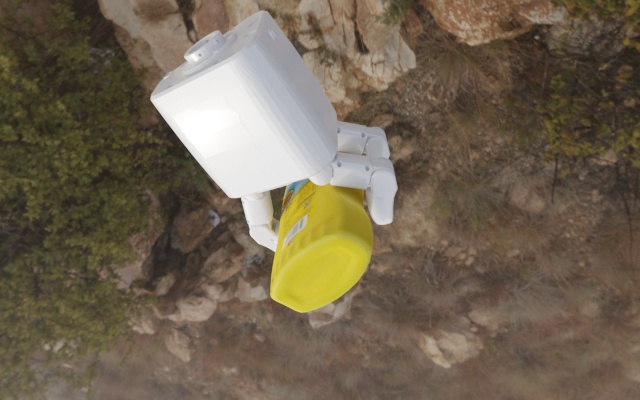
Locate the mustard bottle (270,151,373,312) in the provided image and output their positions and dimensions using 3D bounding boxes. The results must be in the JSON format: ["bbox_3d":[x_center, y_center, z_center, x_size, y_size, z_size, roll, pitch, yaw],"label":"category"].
[{"bbox_3d":[0.000,0.002,0.436,0.058,0.096,0.191,30,32,-20],"label":"mustard bottle"}]
